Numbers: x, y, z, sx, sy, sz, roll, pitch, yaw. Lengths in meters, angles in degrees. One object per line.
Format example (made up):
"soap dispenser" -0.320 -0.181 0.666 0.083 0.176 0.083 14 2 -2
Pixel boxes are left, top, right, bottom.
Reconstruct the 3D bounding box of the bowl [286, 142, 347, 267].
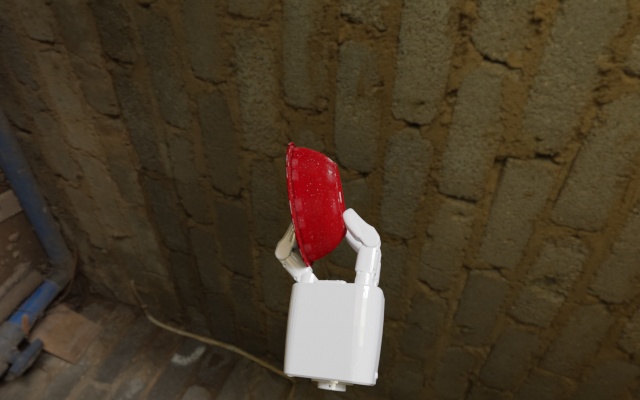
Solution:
"bowl" 0.000 0.001 0.608 0.055 0.162 0.162 -9 -1 6
